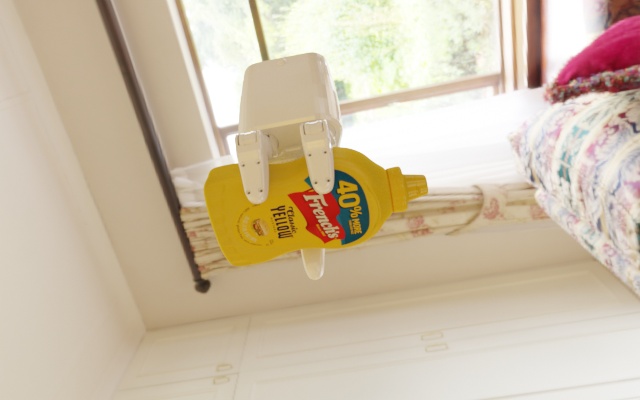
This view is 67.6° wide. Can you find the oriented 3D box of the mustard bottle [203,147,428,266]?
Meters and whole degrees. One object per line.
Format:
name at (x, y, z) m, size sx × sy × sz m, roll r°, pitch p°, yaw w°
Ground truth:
mustard bottle at (0.000, 0.002, 0.432) m, size 0.191 × 0.096 × 0.058 m, roll -10°, pitch 29°, yaw 5°
